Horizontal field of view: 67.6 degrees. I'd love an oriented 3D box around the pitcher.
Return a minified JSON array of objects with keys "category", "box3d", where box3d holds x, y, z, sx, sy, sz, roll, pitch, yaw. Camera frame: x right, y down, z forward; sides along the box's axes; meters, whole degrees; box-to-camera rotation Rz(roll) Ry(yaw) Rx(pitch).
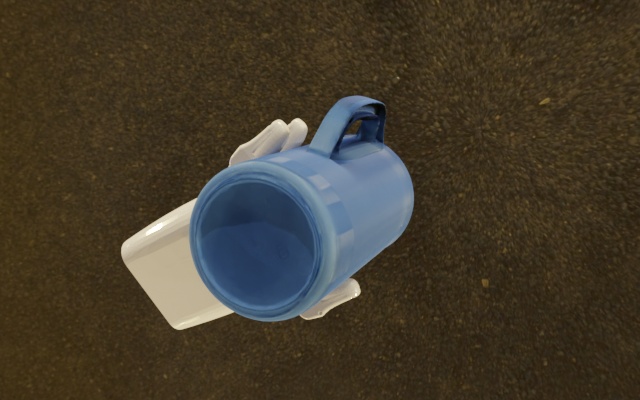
[{"category":"pitcher","box3d":[0.000,0.001,0.413,0.145,0.149,0.243,-25,0,21]}]
